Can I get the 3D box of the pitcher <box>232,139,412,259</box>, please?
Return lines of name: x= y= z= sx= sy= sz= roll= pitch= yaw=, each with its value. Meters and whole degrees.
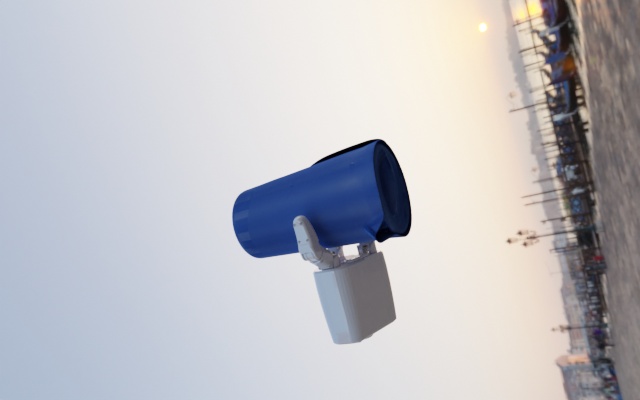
pitcher: x=0.000 y=0.002 z=0.689 sx=0.243 sy=0.145 sz=0.149 roll=-15 pitch=-1 yaw=26
